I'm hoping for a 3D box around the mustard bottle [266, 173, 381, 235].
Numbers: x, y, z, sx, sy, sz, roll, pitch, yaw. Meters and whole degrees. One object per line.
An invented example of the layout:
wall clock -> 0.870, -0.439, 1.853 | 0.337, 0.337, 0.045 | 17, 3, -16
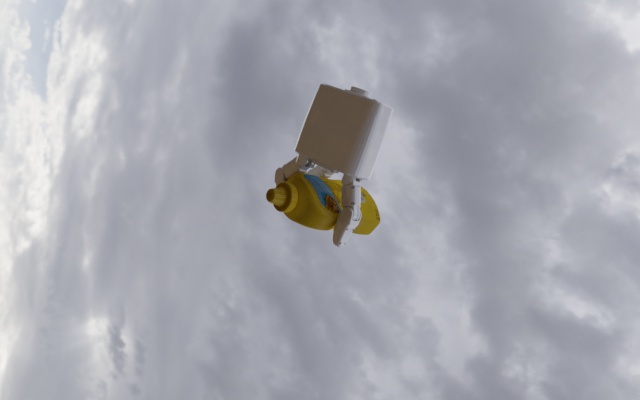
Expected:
mustard bottle -> 0.000, 0.003, 0.697 | 0.191, 0.096, 0.058 | 9, -50, -46
